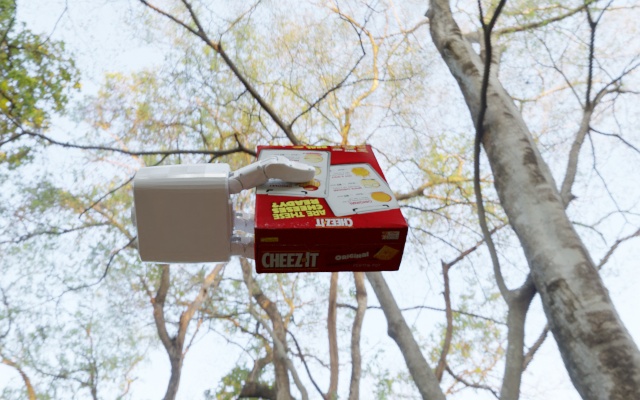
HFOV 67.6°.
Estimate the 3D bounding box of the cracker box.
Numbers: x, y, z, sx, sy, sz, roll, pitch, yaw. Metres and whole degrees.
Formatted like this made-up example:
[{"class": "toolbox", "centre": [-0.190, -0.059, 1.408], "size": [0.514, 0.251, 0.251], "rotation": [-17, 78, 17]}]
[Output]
[{"class": "cracker box", "centre": [0.000, 0.002, 0.597], "size": [0.164, 0.072, 0.213], "rotation": [0, 31, -7]}]
